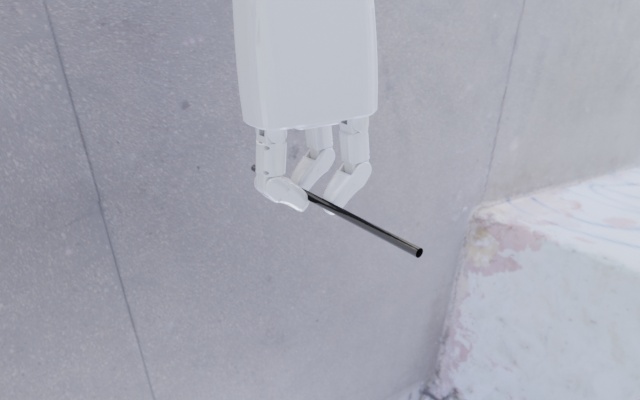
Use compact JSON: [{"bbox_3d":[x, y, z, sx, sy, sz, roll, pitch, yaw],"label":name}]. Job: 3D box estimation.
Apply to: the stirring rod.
[{"bbox_3d":[0.000,0.001,0.442,0.011,0.011,0.239,0,18,-40],"label":"stirring rod"}]
